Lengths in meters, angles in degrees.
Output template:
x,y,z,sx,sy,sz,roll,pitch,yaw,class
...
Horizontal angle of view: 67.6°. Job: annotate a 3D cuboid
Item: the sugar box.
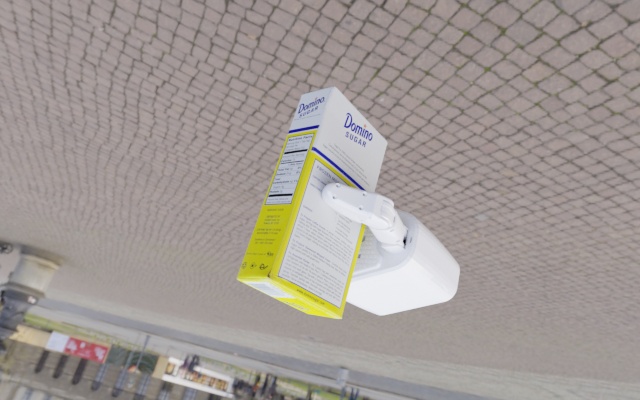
x,y,z,sx,sy,sz,roll,pitch,yaw,class
0.000,0.002,0.412,0.048,0.176,0.093,-6,-31,40,sugar box
